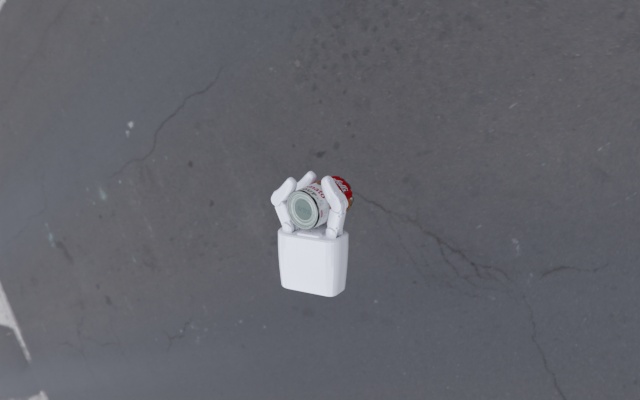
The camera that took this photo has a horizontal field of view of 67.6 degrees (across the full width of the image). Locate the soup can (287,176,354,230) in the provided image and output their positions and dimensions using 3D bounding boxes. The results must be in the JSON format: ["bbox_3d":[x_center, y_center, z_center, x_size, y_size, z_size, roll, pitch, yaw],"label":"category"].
[{"bbox_3d":[0.000,0.002,0.799,0.068,0.068,0.102,0,16,39],"label":"soup can"}]
